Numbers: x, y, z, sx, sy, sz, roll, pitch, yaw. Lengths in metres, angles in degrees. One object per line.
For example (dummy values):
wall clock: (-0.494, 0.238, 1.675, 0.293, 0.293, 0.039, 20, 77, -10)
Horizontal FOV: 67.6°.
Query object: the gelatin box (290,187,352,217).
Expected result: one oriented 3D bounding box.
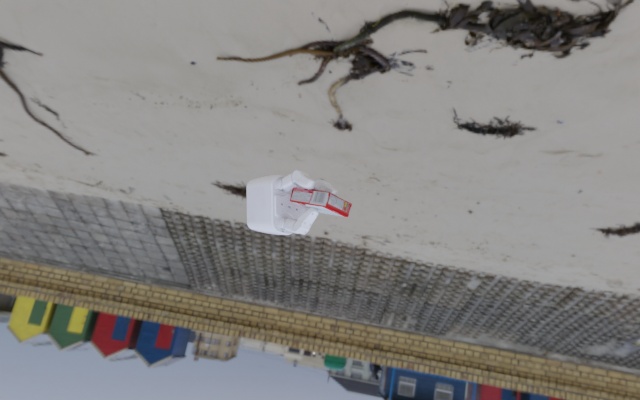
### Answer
gelatin box: (0.000, 0.003, 0.872, 0.089, 0.030, 0.073, 8, -12, 40)
